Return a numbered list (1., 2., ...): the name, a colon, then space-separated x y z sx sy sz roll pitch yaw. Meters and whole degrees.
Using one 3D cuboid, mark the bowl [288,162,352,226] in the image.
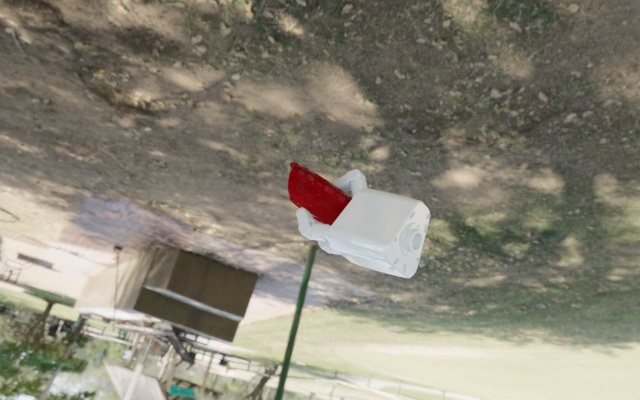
1. bowl: -0.001 0.003 0.815 0.162 0.055 0.162 34 -5 3
